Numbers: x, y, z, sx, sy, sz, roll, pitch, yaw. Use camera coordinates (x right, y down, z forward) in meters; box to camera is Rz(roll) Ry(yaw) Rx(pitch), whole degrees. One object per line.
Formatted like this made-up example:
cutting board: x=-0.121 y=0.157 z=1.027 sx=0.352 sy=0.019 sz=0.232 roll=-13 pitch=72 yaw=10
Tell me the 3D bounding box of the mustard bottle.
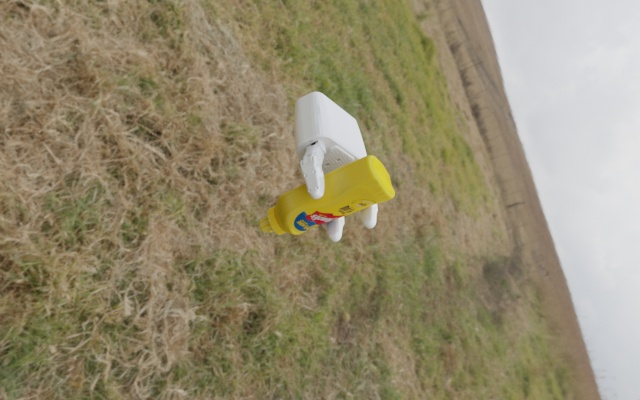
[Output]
mustard bottle: x=0.000 y=0.002 z=0.659 sx=0.191 sy=0.058 sz=0.096 roll=-22 pitch=-19 yaw=18
